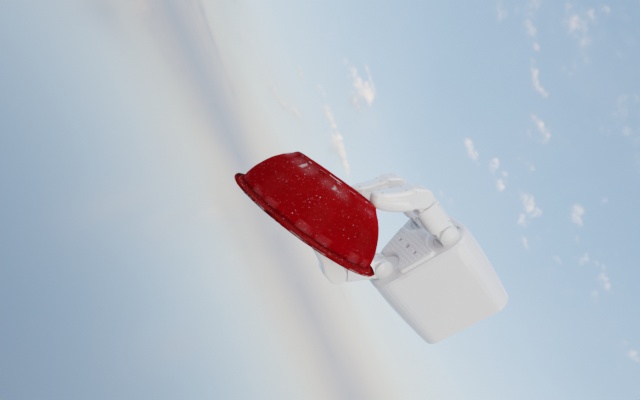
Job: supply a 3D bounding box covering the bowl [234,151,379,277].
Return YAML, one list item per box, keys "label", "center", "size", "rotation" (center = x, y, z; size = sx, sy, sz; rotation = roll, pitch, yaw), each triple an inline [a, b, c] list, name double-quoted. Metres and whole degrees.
- label: "bowl"
  center: [-0.001, 0.001, 0.452]
  size: [0.162, 0.055, 0.162]
  rotation: [35, 6, -4]
